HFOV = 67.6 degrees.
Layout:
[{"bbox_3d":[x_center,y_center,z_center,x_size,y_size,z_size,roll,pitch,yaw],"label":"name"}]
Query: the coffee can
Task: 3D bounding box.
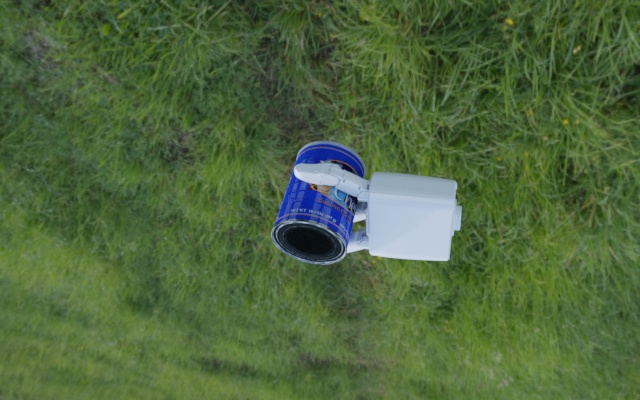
[{"bbox_3d":[0.000,0.002,0.661,0.103,0.140,0.103,10,-36,8],"label":"coffee can"}]
